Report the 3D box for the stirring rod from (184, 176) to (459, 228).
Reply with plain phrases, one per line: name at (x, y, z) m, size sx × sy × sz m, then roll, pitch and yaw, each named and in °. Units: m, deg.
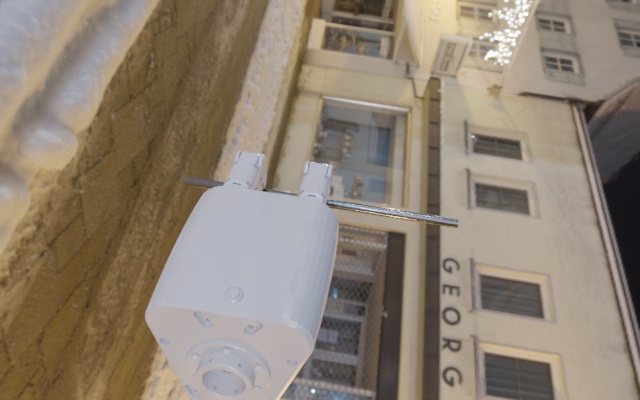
stirring rod at (0.000, 0.001, 0.417) m, size 0.239 × 0.011 × 0.011 m, roll 9°, pitch 0°, yaw 2°
